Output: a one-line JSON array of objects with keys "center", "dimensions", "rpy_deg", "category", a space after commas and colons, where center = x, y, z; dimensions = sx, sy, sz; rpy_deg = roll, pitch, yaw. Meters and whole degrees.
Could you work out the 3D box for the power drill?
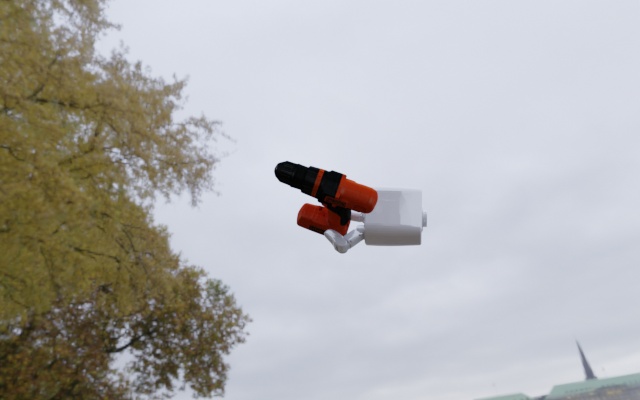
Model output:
[{"center": [0.000, 0.003, 0.881], "dimensions": [0.184, 0.057, 0.188], "rpy_deg": [21, -23, 2], "category": "power drill"}]
